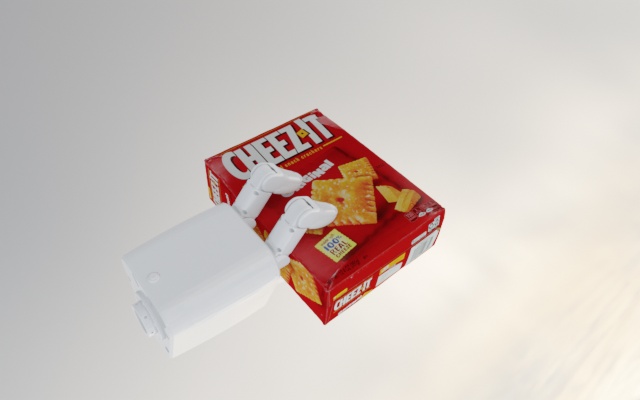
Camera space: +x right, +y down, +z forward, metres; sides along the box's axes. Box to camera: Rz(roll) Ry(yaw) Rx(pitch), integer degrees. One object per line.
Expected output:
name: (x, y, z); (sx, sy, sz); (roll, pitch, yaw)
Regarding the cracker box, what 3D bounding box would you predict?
cracker box: (0.000, 0.002, 0.519); (0.164, 0.072, 0.213); (-30, 56, -28)
